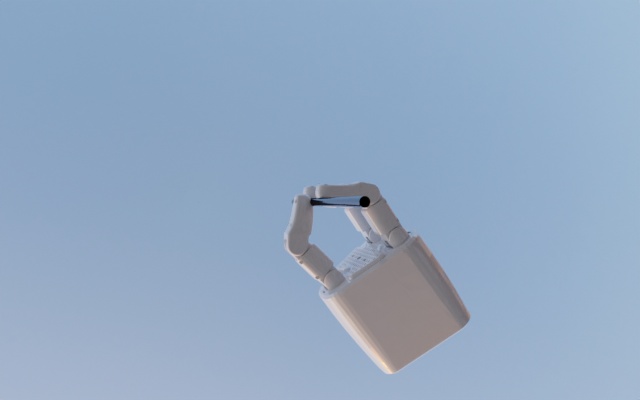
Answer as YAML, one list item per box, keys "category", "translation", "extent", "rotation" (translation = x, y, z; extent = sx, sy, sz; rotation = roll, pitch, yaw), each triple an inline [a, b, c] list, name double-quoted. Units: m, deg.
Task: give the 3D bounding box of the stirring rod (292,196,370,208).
- category: "stirring rod"
  translation: [0.000, 0.002, 0.438]
  extent: [0.011, 0.011, 0.239]
  rotation: [0, 0, -14]
